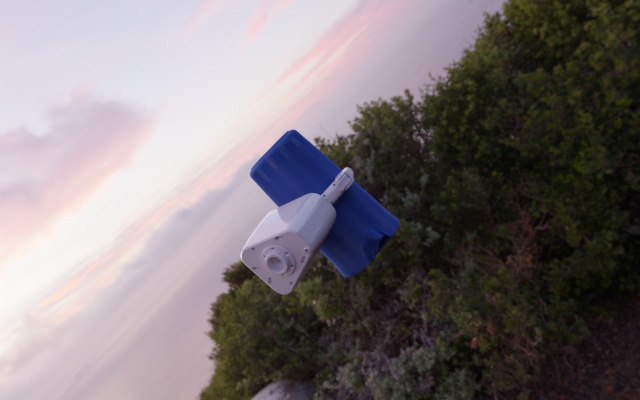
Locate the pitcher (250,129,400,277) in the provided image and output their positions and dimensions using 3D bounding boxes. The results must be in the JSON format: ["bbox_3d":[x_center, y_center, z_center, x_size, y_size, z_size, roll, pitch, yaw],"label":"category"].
[{"bbox_3d":[0.000,0.003,0.802,0.149,0.243,0.145,-42,8,31],"label":"pitcher"}]
